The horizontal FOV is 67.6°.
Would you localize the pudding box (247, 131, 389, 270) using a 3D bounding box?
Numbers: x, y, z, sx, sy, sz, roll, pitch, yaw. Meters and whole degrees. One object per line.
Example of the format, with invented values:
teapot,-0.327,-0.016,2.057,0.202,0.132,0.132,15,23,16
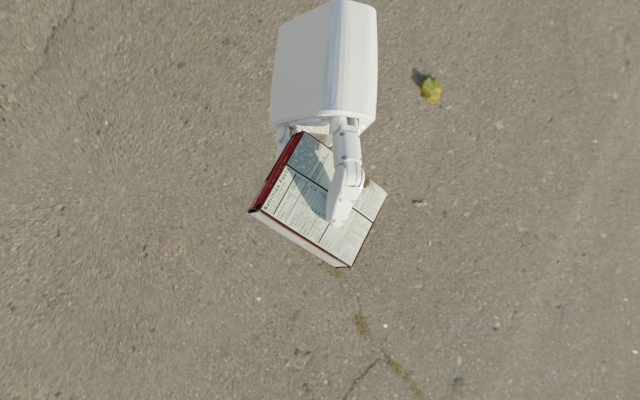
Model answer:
pudding box,0.000,0.001,0.460,0.113,0.090,0.039,34,-16,-18
